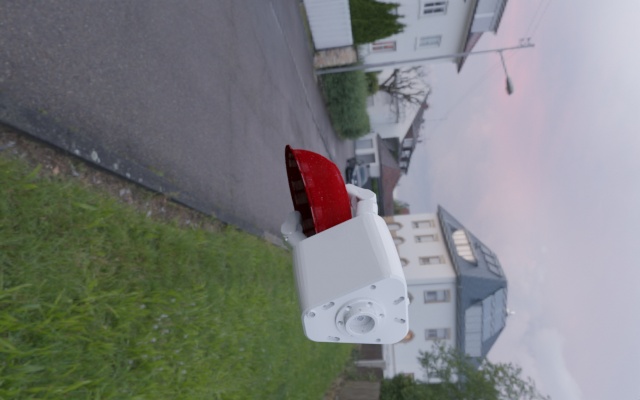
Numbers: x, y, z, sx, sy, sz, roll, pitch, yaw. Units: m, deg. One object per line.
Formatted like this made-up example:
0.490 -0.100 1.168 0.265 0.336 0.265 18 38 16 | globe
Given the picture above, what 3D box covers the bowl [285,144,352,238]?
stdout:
0.000 0.001 0.611 0.055 0.162 0.162 -14 2 -10 | bowl
